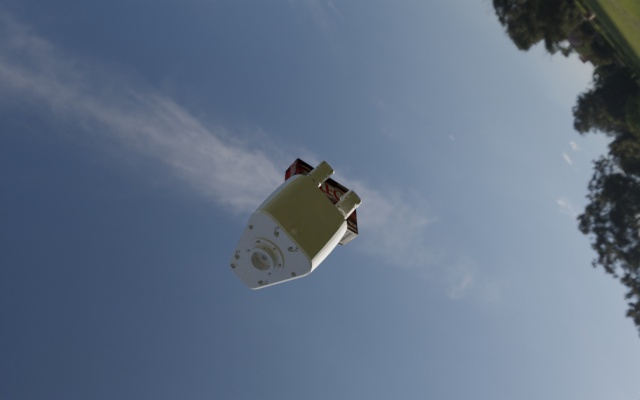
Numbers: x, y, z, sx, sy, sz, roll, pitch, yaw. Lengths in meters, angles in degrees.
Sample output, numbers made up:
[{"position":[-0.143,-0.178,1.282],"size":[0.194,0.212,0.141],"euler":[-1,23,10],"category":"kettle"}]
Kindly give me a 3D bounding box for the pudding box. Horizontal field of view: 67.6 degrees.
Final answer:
[{"position":[0.000,0.002,0.684],"size":[0.113,0.090,0.039],"euler":[32,-54,-26],"category":"pudding box"}]
